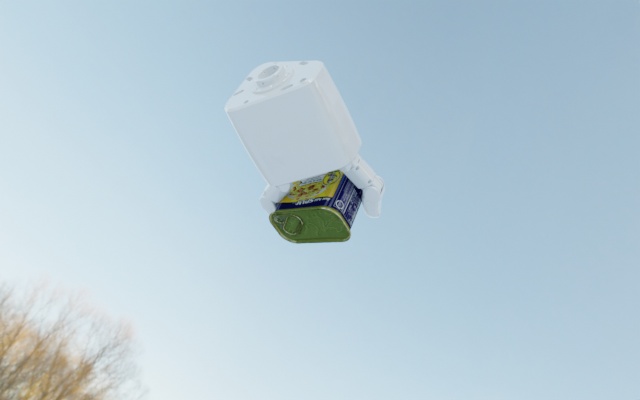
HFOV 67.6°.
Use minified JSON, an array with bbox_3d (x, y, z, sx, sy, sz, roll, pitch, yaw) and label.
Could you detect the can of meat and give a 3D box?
[{"bbox_3d":[0.000,0.002,0.582,0.102,0.084,0.057,-6,-47,34],"label":"can of meat"}]
